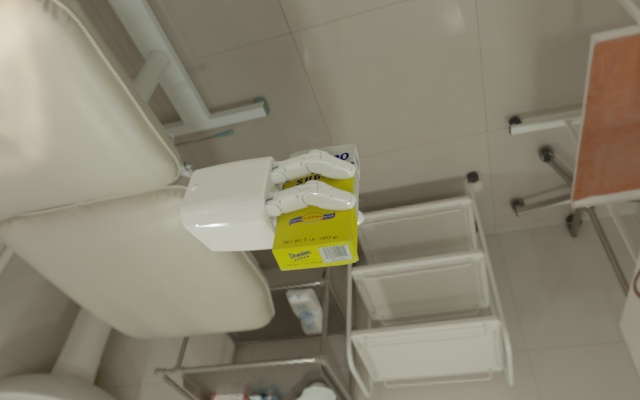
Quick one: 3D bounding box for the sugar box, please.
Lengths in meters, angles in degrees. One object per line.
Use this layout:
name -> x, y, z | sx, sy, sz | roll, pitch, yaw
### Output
sugar box -> 0.000, 0.002, 0.592 | 0.093, 0.176, 0.048 | -7, -45, 12
